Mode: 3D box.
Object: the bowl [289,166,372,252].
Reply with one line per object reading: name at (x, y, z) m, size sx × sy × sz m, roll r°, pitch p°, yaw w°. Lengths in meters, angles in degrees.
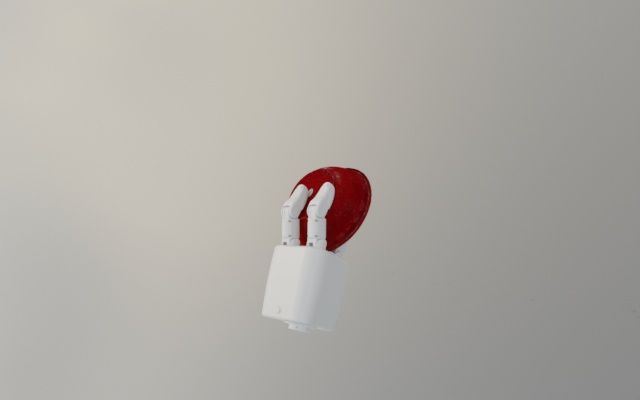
bowl at (0.000, 0.001, 0.764) m, size 0.162 × 0.162 × 0.055 m, roll 0°, pitch -30°, yaw 44°
